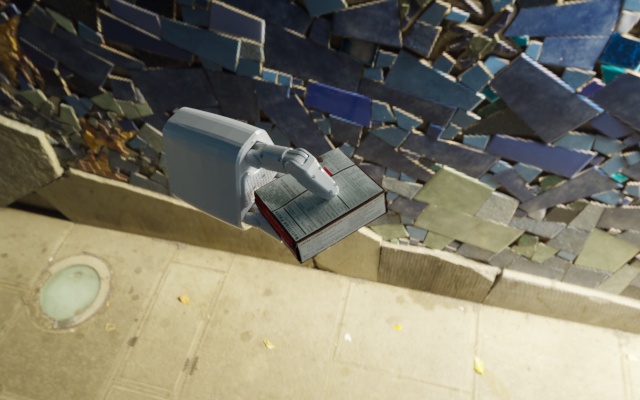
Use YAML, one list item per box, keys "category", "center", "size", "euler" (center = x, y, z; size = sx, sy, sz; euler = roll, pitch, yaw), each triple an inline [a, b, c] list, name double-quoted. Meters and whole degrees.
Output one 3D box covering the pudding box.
- category: "pudding box"
  center: [0.000, 0.001, 0.499]
  size: [0.113, 0.039, 0.090]
  euler: [-30, 52, -15]
